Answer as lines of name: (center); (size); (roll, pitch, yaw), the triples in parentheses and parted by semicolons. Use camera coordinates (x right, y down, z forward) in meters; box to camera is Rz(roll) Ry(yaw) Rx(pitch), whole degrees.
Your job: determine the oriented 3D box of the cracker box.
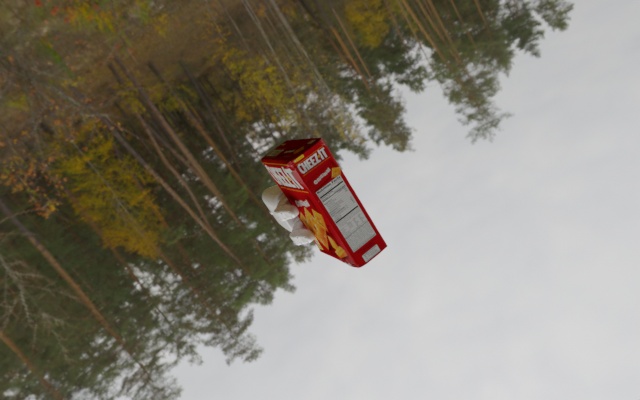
cracker box: (0.000, 0.003, 0.810); (0.072, 0.214, 0.164); (-38, 18, -16)
